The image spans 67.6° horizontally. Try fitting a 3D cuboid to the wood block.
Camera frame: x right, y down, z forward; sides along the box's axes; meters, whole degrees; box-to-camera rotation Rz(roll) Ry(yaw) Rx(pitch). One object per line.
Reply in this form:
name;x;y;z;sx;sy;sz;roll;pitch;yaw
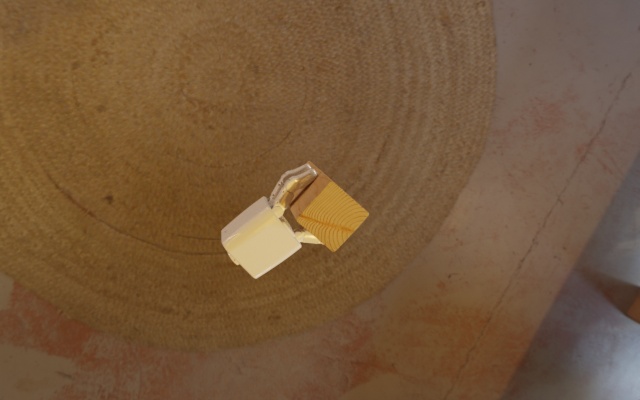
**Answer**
wood block;0.000;0.003;0.874;0.091;0.090;0.206;41;3;-18
